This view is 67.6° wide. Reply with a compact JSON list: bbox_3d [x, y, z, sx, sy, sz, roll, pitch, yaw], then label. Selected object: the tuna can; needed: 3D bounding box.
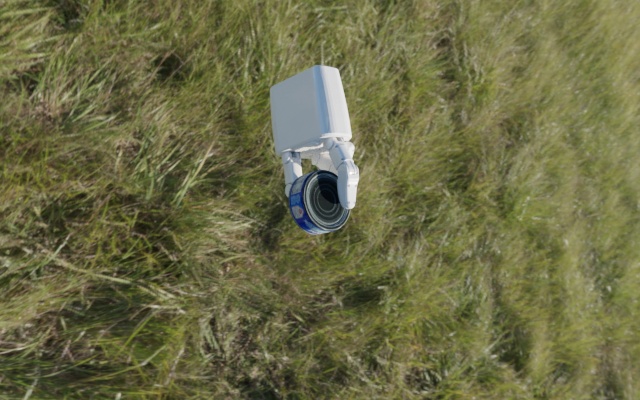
[{"bbox_3d":[0.000,0.002,0.649,0.086,0.086,0.034,0,-10,-40],"label":"tuna can"}]
